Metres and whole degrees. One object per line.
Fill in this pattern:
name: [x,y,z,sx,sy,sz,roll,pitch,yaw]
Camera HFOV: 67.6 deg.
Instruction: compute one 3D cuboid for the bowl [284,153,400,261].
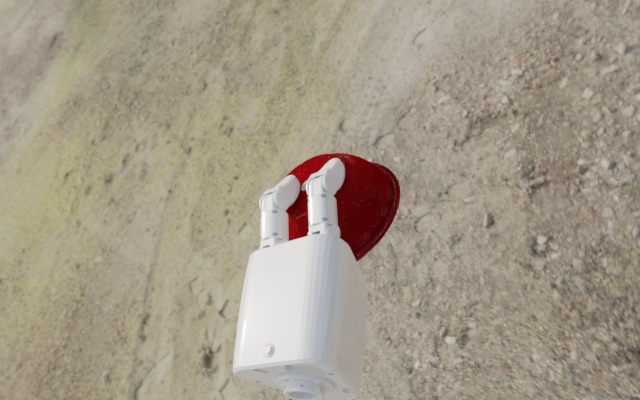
bowl: [0.000,0.001,0.506,0.162,0.162,0.055,0,-40,44]
